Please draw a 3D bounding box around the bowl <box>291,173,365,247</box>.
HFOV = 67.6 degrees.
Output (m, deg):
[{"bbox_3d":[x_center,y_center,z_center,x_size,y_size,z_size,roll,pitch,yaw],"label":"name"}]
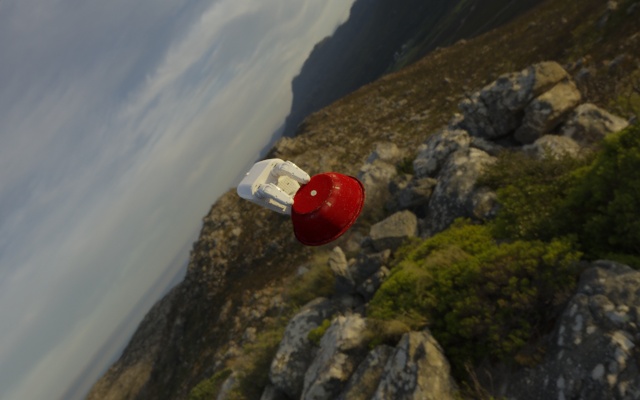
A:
[{"bbox_3d":[0.001,0.003,0.881,0.162,0.162,0.055,0,-35,43],"label":"bowl"}]
